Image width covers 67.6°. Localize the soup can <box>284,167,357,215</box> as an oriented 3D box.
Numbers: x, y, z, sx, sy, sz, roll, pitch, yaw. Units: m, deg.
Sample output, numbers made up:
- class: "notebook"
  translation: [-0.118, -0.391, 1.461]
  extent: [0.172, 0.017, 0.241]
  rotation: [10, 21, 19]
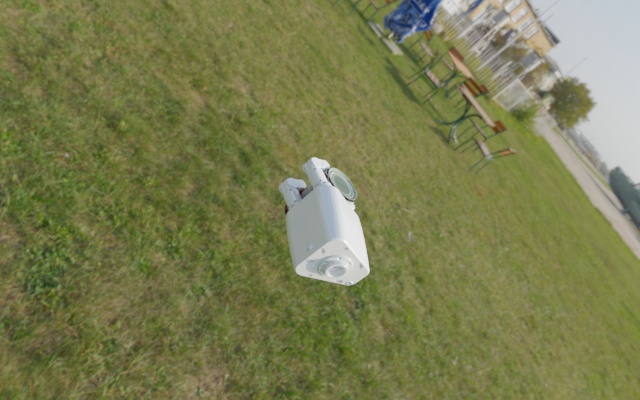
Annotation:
- class: "soup can"
  translation: [0.000, 0.002, 0.773]
  extent: [0.102, 0.068, 0.068]
  rotation: [-40, -20, 26]
